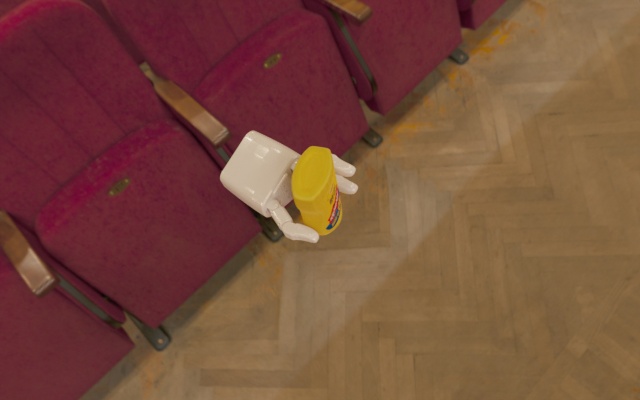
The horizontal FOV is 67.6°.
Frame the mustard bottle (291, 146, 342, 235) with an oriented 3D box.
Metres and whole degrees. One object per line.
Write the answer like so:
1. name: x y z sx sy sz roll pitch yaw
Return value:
1. mustard bottle: 0.000 0.003 0.775 0.058 0.096 0.192 8 -27 13
